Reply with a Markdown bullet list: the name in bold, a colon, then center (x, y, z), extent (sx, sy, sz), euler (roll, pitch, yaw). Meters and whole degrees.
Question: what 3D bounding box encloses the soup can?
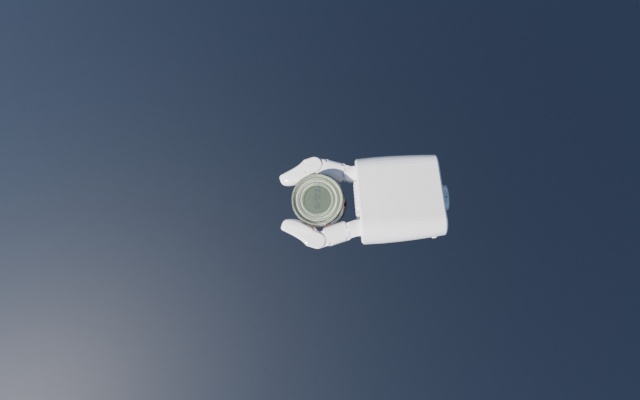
- **soup can**: center (0.000, 0.002, 0.641), extent (0.068, 0.068, 0.102), euler (0, -4, 4)
